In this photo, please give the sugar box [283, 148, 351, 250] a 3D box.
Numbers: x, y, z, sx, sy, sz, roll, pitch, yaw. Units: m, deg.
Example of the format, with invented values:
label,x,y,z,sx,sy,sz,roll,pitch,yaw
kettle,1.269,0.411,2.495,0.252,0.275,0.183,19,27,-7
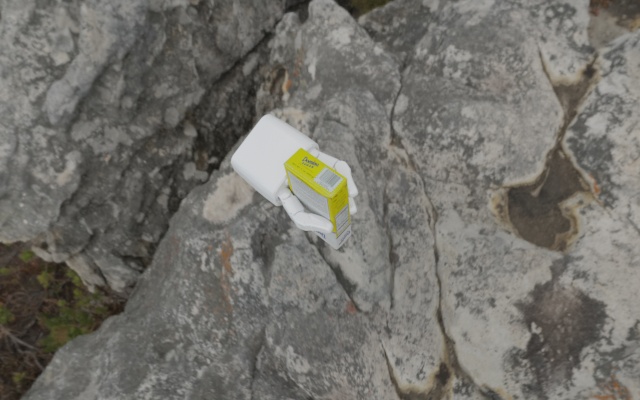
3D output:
label,x,y,z,sx,sy,sz,roll,pitch,yaw
sugar box,0.000,0.002,0.751,0.093,0.048,0.176,37,-18,23
